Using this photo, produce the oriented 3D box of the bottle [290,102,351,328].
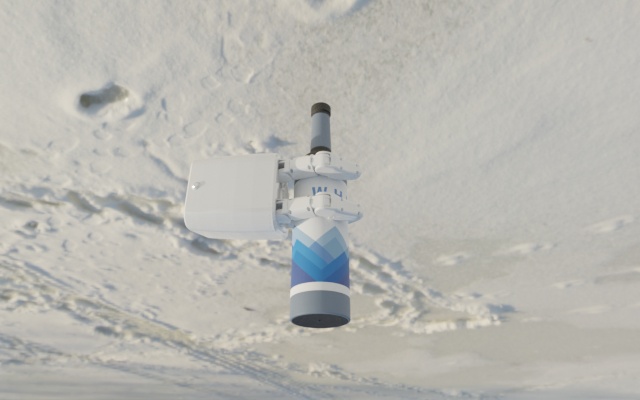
[{"bbox_3d":[0.000,0.002,0.588,0.069,0.295,0.069,0,-29,0],"label":"bottle"}]
